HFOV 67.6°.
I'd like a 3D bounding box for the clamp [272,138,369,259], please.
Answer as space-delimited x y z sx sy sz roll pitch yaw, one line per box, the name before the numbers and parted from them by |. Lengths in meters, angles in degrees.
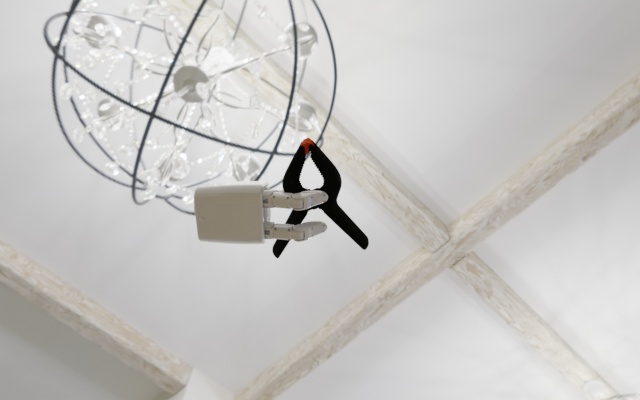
clamp | 0.000 0.001 0.780 0.164 0.210 0.036 0 25 -1
